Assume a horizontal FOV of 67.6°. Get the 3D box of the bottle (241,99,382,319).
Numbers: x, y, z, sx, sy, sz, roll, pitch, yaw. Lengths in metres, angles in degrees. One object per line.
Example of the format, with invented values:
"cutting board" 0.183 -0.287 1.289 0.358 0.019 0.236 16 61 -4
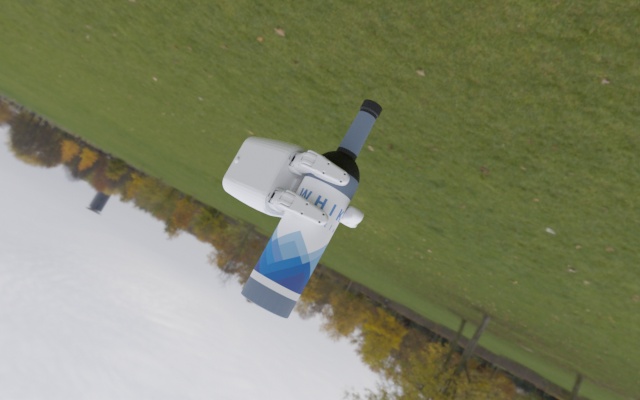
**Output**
"bottle" 0.000 0.002 0.609 0.069 0.295 0.069 28 -8 4
